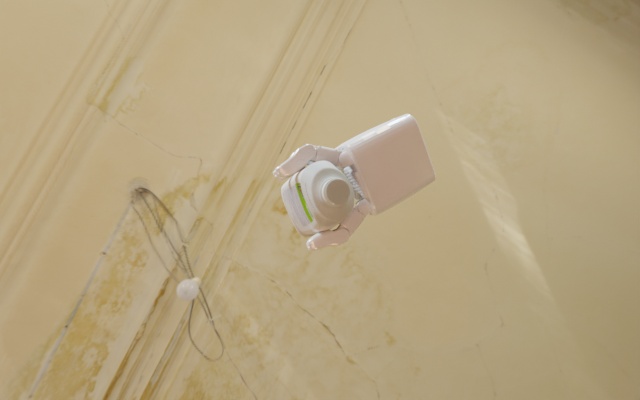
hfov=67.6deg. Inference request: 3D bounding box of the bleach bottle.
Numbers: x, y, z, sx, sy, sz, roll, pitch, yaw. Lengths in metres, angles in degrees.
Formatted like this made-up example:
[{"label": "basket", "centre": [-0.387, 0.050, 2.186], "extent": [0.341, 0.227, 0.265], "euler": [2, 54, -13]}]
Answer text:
[{"label": "bleach bottle", "centre": [0.000, 0.002, 0.650], "extent": [0.068, 0.102, 0.251], "euler": [-27, 3, -10]}]
